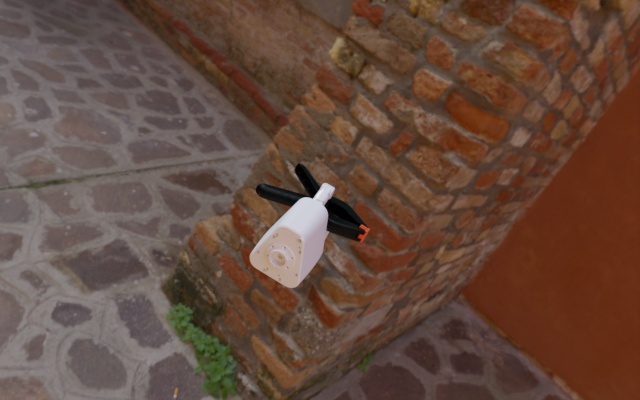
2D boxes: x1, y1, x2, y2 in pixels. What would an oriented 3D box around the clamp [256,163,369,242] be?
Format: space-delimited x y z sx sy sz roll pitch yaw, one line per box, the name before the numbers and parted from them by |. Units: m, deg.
clamp | 0.001 0.003 0.896 0.210 0.036 0.164 31 30 5
